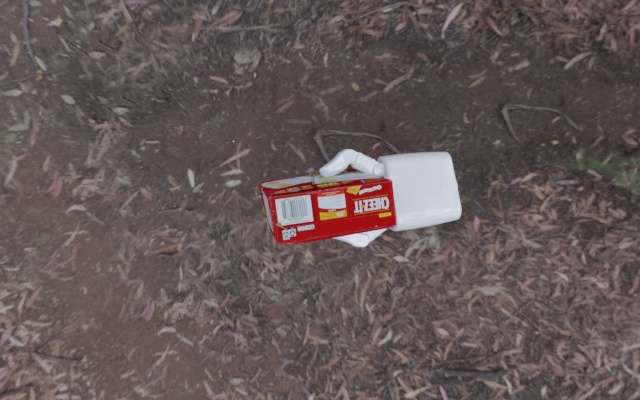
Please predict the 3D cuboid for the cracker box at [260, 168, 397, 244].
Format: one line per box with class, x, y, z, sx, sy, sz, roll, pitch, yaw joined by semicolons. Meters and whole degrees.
cracker box;0.000;0.002;0.710;0.164;0.072;0.213;-9;8;-9
